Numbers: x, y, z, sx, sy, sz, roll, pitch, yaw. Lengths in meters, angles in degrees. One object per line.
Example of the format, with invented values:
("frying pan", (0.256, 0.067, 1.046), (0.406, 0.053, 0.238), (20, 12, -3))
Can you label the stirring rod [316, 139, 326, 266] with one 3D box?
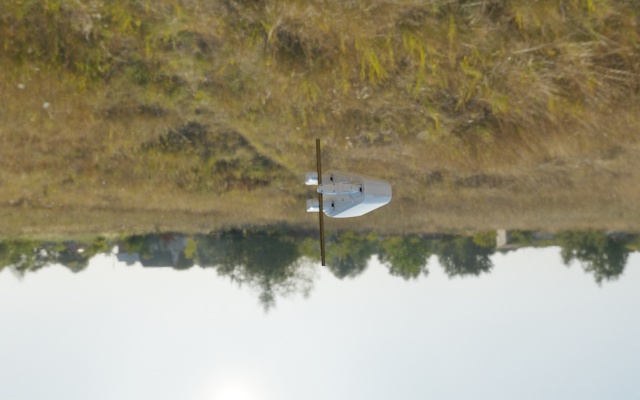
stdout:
("stirring rod", (0.000, 0.003, 0.899), (0.011, 0.239, 0.011), (-3, -4, 0))
